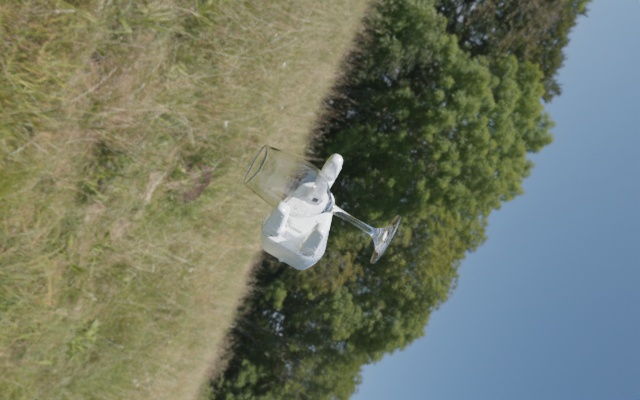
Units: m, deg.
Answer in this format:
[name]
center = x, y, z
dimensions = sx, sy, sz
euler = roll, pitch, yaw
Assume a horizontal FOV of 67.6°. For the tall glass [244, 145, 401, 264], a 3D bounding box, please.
[tall glass]
center = 0.001, 0.002, 0.632
dimensions = 0.201, 0.079, 0.079
euler = 30, 0, 0
